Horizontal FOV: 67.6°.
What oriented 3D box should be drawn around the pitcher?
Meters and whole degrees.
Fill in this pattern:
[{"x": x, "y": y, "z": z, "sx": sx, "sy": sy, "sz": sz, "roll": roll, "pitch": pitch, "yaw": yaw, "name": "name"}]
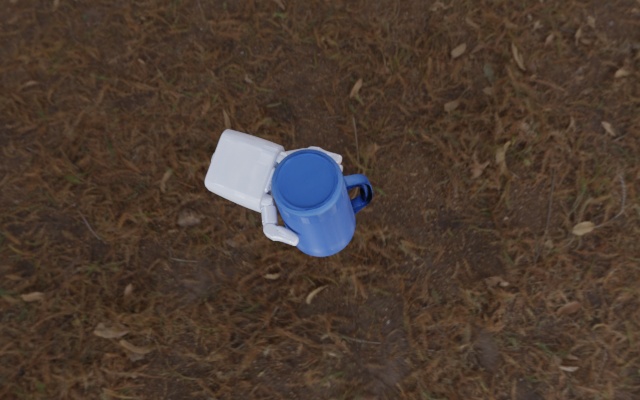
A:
[{"x": 0.000, "y": 0.003, "z": 0.809, "sx": 0.145, "sy": 0.149, "sz": 0.243, "roll": 20, "pitch": -15, "yaw": 11, "name": "pitcher"}]
